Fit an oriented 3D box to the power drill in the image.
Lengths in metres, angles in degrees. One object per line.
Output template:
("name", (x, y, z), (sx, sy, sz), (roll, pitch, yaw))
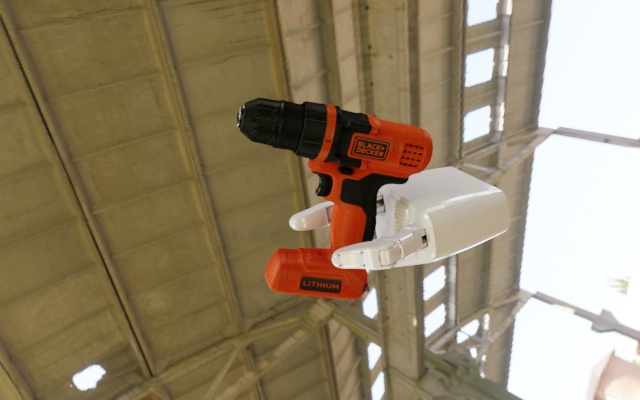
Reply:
("power drill", (0.000, 0.002, 0.462), (0.184, 0.188, 0.057), (9, 23, -13))
